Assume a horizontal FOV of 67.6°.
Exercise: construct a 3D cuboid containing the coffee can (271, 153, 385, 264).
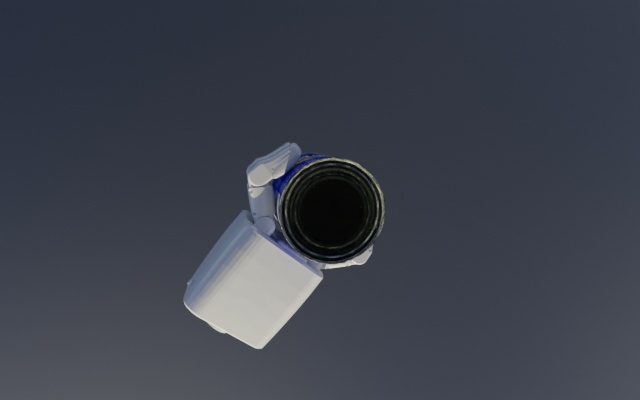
[{"bbox_3d":[0.000,0.002,0.515,0.103,0.103,0.140,0,7,-10],"label":"coffee can"}]
